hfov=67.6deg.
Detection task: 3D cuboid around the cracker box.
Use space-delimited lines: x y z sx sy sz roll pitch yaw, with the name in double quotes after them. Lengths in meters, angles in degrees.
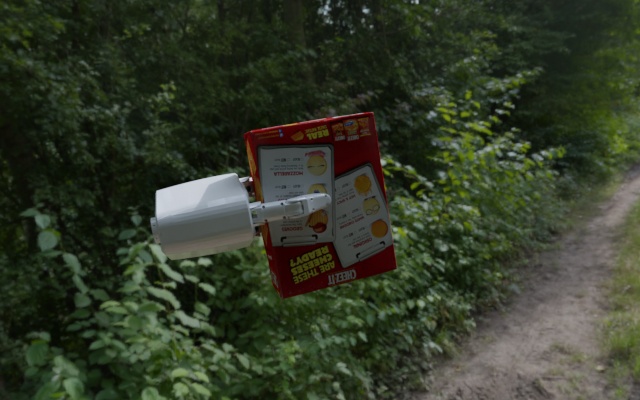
0.000 0.002 0.634 0.164 0.214 0.072 -12 8 -15 "cracker box"
